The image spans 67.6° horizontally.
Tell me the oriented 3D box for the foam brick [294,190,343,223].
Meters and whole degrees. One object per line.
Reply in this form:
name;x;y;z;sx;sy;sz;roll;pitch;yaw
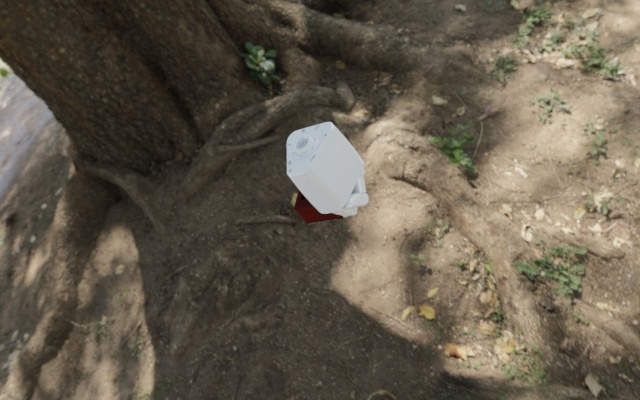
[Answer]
foam brick;0.000;0.003;0.866;0.078;0.053;0.051;-10;-38;32
